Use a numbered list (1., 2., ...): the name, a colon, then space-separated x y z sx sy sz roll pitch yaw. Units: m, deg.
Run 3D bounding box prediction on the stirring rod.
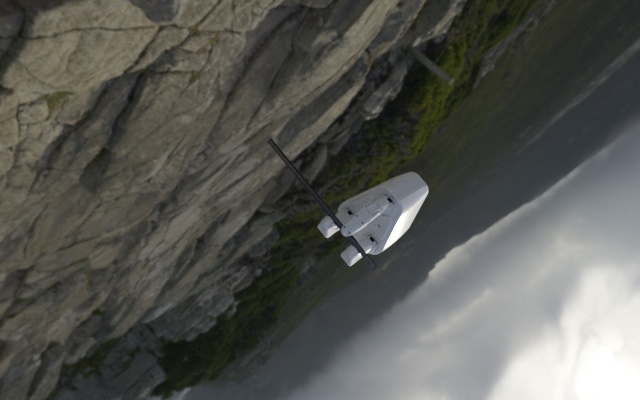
1. stirring rod: 0.000 0.002 0.678 0.011 0.239 0.011 -38 -11 -9
